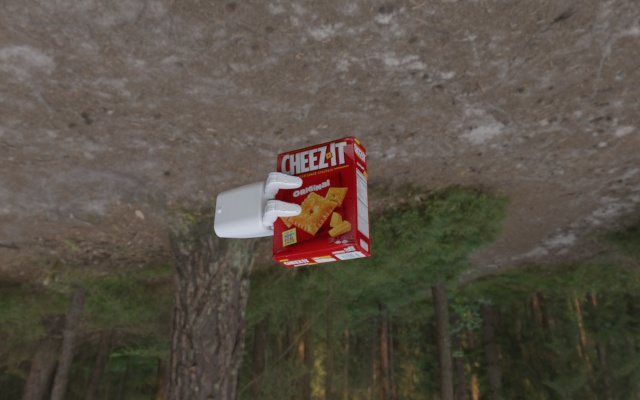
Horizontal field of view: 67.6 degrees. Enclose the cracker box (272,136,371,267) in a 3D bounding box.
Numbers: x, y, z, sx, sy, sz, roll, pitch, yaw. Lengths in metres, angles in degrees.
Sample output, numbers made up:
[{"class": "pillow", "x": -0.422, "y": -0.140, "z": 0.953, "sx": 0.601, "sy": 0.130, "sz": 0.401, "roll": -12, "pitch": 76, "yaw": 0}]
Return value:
[{"class": "cracker box", "x": 0.000, "y": 0.003, "z": 0.869, "sx": 0.164, "sy": 0.213, "sz": 0.072, "roll": -11, "pitch": -26, "yaw": 23}]
